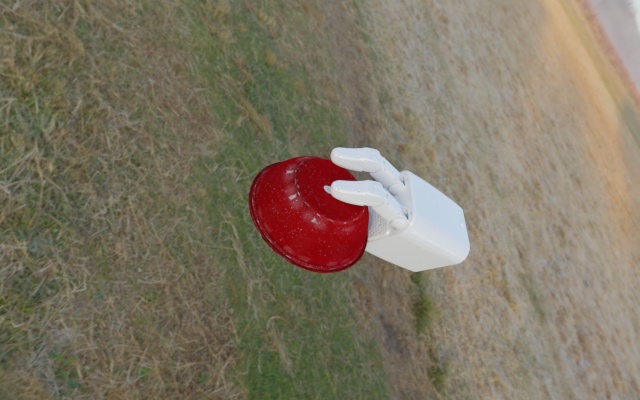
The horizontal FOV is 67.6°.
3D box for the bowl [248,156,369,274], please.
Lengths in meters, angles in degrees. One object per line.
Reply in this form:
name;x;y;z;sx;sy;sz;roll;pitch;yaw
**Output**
bowl;-0.001;0.001;0.561;0.162;0.162;0.055;0;-34;-33
